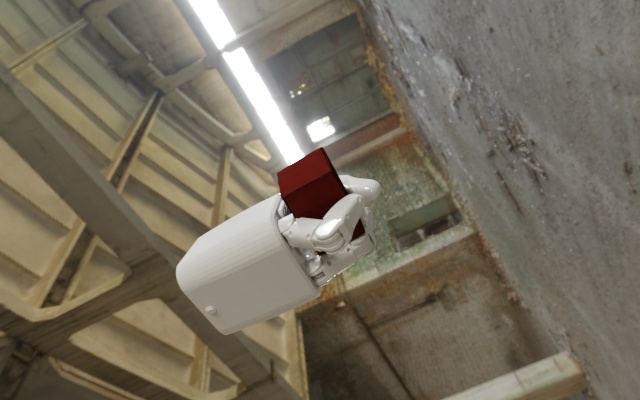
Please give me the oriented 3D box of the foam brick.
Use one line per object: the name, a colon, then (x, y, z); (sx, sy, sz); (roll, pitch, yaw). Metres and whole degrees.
foam brick: (0.000, 0.001, 0.449); (0.051, 0.078, 0.053); (-27, 30, 7)
